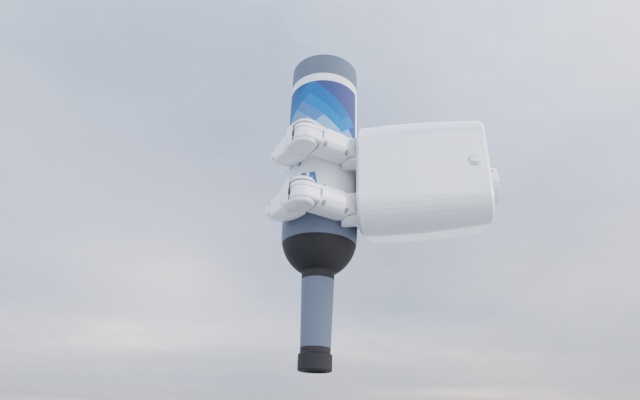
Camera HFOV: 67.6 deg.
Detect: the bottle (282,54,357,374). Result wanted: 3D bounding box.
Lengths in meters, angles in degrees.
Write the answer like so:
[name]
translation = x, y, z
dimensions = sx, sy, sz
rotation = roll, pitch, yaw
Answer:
[bottle]
translation = 0.000, 0.001, 0.436
dimensions = 0.069, 0.295, 0.069
rotation = 2, -26, 1
